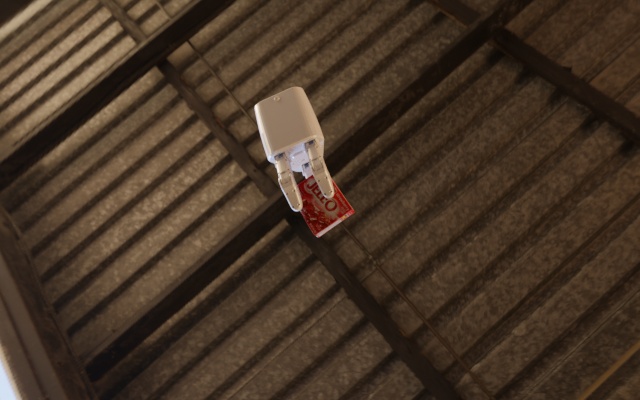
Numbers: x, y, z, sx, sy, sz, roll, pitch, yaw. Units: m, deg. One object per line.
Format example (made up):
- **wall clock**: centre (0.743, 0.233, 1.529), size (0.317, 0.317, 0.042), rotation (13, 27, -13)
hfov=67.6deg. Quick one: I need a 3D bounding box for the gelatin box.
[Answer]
- **gelatin box**: centre (0.000, 0.003, 0.769), size (0.073, 0.089, 0.030), rotation (-35, -17, 3)
